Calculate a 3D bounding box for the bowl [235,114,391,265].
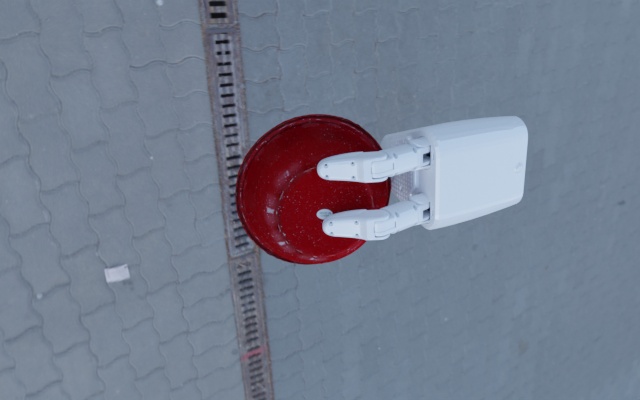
[{"bbox_3d":[-0.001,0.002,0.461,0.162,0.162,0.055,0,21,-12],"label":"bowl"}]
